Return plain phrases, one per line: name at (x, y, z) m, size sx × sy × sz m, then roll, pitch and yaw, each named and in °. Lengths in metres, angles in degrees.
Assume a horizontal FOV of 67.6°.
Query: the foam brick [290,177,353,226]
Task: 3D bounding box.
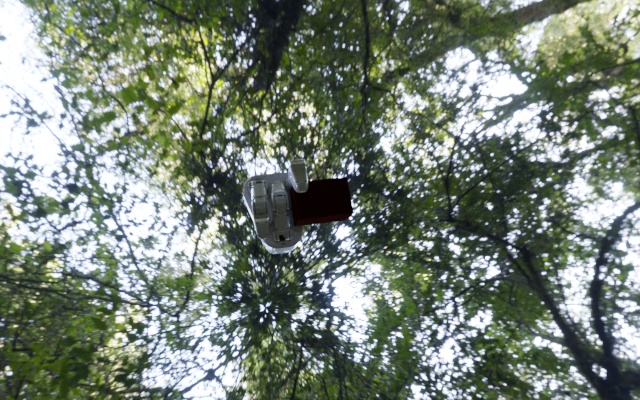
foam brick at (0.000, 0.002, 0.661) m, size 0.078 × 0.053 × 0.051 m, roll -6°, pitch -13°, yaw -8°
